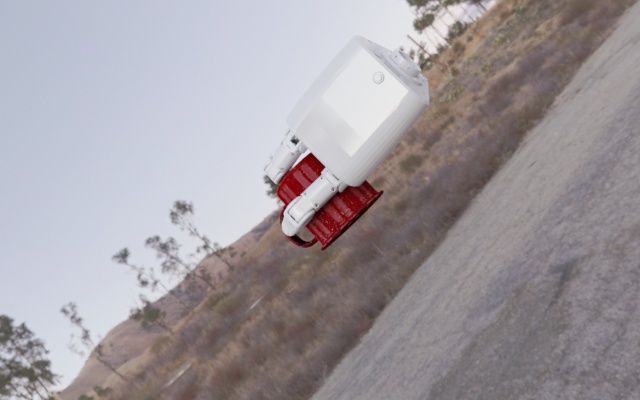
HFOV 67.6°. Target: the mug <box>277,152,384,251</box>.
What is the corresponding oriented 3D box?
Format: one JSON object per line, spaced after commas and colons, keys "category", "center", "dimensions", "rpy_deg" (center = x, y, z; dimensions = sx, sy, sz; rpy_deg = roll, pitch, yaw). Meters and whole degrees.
{"category": "mug", "center": [-0.001, 0.003, 0.524], "dimensions": [0.117, 0.081, 0.093], "rpy_deg": [-47, -8, 26]}
